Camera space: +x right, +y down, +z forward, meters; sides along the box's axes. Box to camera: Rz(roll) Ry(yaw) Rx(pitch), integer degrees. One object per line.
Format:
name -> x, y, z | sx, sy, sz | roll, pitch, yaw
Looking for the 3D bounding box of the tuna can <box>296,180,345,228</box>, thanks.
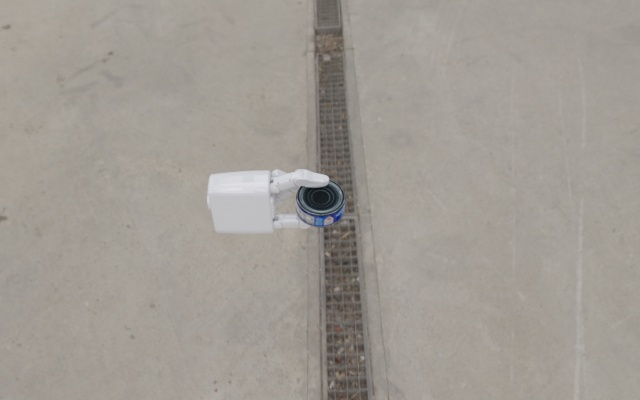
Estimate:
tuna can -> 0.000, 0.002, 0.821 | 0.086, 0.086, 0.034 | 0, -39, -2
